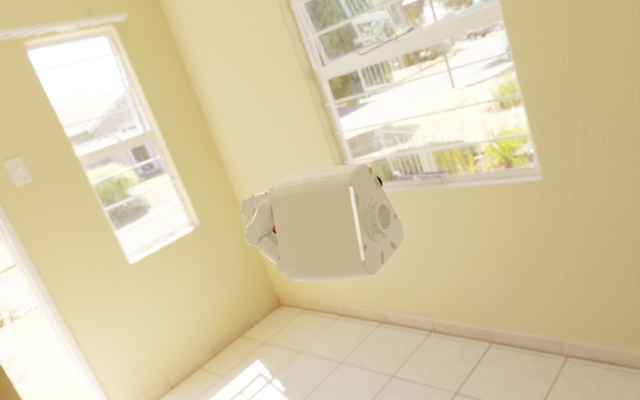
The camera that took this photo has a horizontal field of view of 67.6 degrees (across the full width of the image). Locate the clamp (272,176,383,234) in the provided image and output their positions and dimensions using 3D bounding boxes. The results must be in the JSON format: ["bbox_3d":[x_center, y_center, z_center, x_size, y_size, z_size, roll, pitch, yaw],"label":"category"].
[{"bbox_3d":[0.000,0.002,0.619,0.120,0.039,0.171,-9,18,38],"label":"clamp"}]
